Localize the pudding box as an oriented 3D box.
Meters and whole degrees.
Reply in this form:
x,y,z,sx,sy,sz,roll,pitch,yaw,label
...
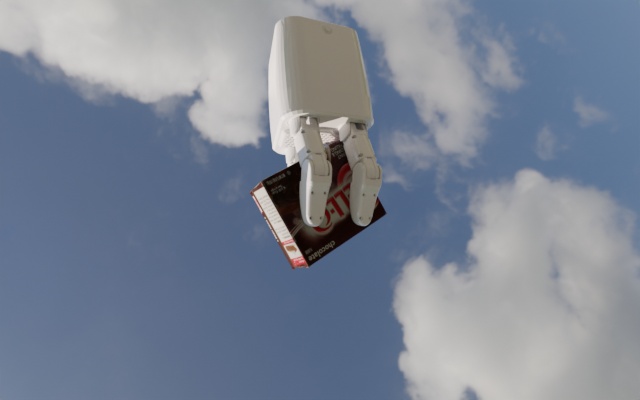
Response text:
x,y,z,sx,sy,sz,roll,pitch,yaw,label
0.000,0.002,0.469,0.113,0.090,0.039,-31,3,-31,pudding box
